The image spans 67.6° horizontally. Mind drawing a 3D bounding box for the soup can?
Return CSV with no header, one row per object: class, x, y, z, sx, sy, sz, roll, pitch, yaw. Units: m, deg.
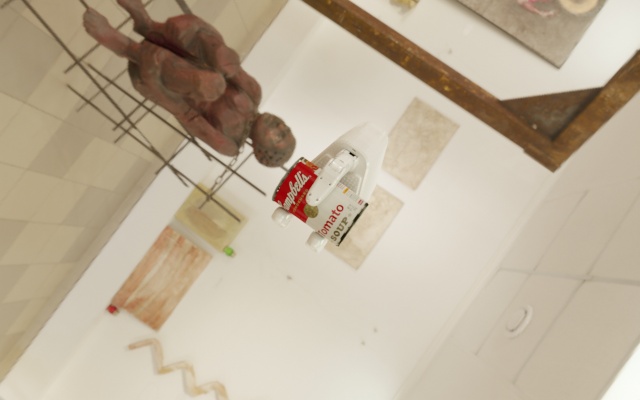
soup can,0.000,0.002,0.592,0.102,0.068,0.068,36,4,6
